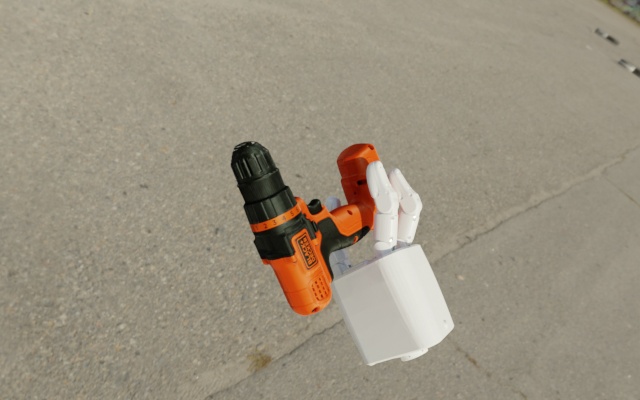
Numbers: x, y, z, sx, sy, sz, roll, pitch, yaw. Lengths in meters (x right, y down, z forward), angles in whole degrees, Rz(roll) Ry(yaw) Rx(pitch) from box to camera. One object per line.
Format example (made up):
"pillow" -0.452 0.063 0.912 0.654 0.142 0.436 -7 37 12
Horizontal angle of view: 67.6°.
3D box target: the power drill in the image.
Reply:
"power drill" 0.000 0.002 0.520 0.057 0.184 0.187 -8 18 45
